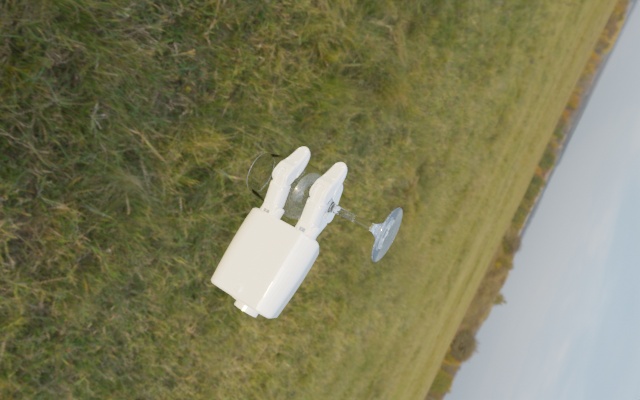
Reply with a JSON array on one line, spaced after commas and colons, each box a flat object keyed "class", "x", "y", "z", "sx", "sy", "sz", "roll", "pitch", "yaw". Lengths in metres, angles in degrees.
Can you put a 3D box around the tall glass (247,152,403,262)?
[{"class": "tall glass", "x": 0.001, "y": 0.002, "z": 0.622, "sx": 0.201, "sy": 0.079, "sz": 0.079, "roll": 27, "pitch": 11, "yaw": 23}]
